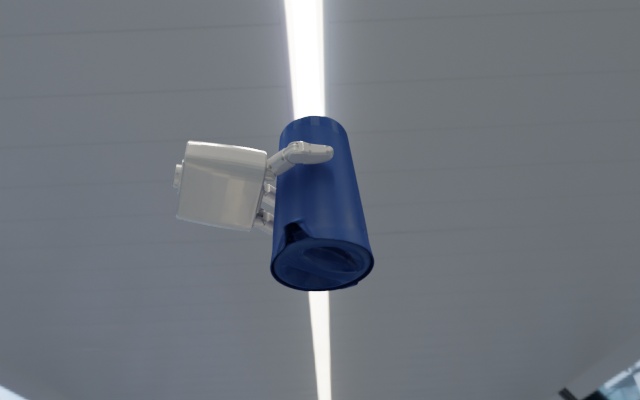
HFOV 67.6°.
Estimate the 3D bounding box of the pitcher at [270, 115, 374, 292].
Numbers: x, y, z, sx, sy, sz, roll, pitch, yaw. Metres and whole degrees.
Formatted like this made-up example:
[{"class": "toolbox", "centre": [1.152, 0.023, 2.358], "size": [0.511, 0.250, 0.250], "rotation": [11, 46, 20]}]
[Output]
[{"class": "pitcher", "centre": [0.000, 0.002, 0.685], "size": [0.145, 0.242, 0.149], "rotation": [8, -40, -15]}]
